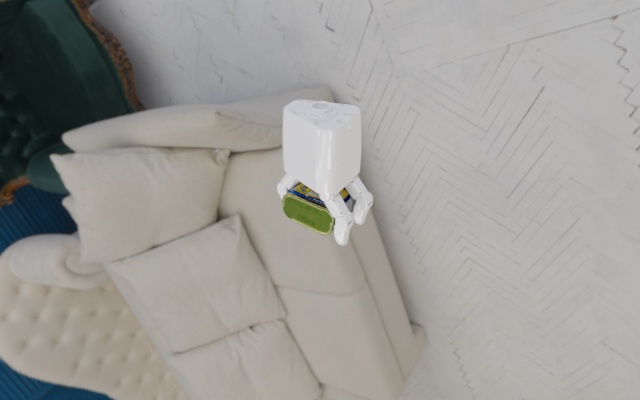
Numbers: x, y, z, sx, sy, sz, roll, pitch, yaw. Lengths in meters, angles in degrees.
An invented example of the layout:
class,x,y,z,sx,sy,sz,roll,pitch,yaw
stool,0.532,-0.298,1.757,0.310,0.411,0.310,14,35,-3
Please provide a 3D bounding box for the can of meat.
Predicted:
class,x,y,z,sx,sy,sz,roll,pitch,yaw
can of meat,0.000,0.003,0.776,0.102,0.057,0.084,23,41,23
